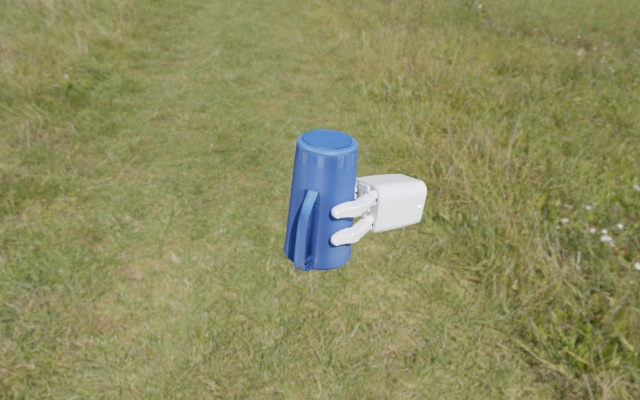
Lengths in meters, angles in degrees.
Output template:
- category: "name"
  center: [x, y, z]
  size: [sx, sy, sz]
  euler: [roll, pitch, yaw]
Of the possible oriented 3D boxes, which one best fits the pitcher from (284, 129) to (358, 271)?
- category: "pitcher"
  center: [0.000, 0.003, 0.877]
  size: [0.145, 0.243, 0.149]
  euler: [-9, 32, -23]
